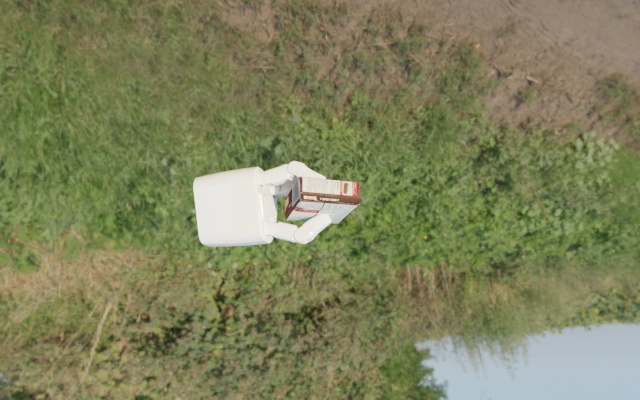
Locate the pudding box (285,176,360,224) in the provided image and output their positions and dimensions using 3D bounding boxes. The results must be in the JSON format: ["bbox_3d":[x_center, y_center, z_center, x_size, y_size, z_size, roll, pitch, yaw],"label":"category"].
[{"bbox_3d":[0.000,0.002,0.708,0.090,0.039,0.113,4,-16,-14],"label":"pudding box"}]
